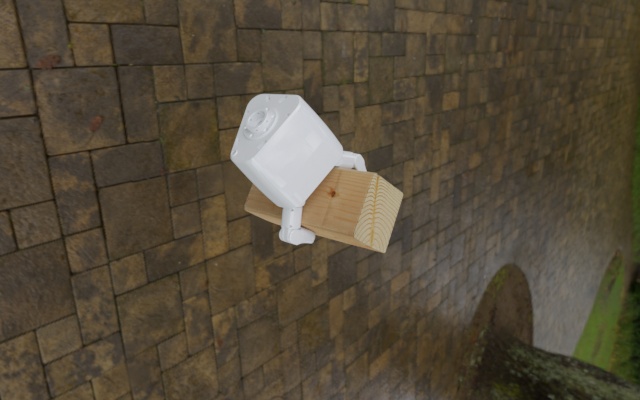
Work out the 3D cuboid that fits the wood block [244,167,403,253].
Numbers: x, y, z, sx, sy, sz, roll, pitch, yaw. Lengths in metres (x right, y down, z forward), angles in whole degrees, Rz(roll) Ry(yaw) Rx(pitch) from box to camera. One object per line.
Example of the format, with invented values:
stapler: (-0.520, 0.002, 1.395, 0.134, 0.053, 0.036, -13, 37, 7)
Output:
wood block: (0.000, 0.002, 0.696, 0.206, 0.091, 0.090, 12, -11, 39)
